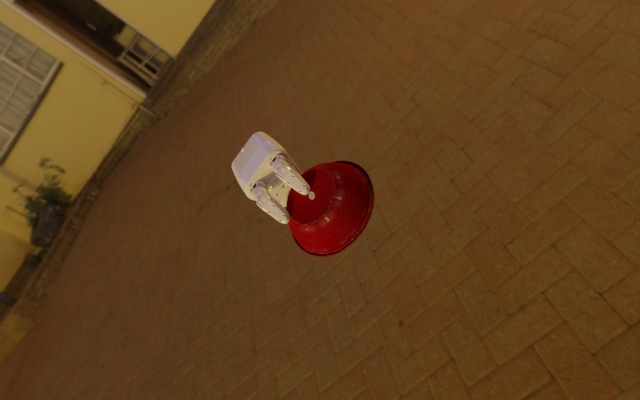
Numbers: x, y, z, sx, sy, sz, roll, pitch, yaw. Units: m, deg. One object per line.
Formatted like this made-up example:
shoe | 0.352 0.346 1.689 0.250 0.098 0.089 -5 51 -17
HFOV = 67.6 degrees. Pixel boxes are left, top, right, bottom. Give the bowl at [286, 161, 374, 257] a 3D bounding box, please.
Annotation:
bowl | 0.001 0.003 0.734 0.162 0.162 0.055 0 -20 39
